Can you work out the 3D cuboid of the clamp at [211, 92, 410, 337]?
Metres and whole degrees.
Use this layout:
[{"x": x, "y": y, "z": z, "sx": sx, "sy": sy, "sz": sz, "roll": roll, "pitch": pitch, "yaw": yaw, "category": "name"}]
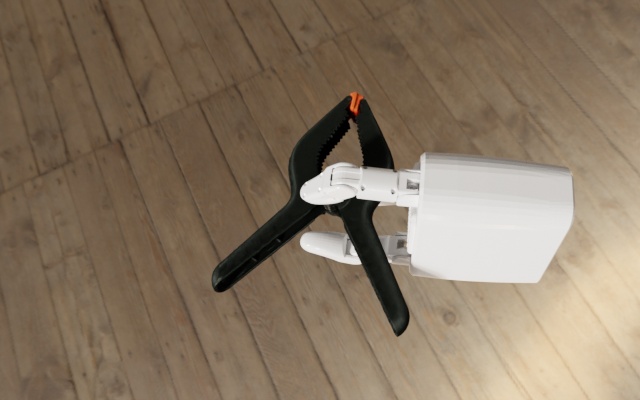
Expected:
[{"x": 0.000, "y": 0.001, "z": 0.414, "sx": 0.164, "sy": 0.210, "sz": 0.036, "roll": 5, "pitch": -21, "yaw": 9, "category": "clamp"}]
